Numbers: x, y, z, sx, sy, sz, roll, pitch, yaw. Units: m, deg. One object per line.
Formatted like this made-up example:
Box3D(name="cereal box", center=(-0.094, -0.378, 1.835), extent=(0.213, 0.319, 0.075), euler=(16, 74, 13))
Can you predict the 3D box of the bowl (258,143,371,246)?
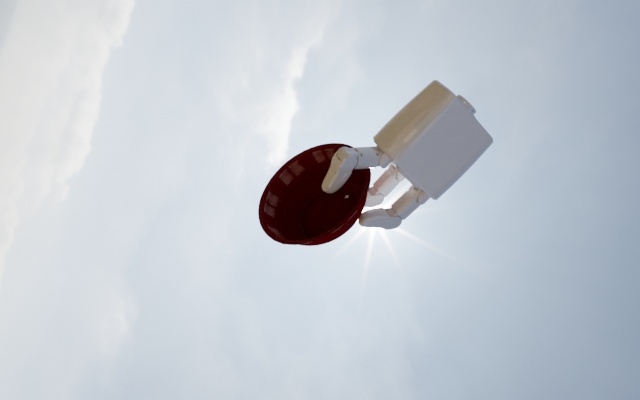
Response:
Box3D(name="bowl", center=(-0.001, 0.003, 0.629), extent=(0.162, 0.162, 0.055), euler=(0, -36, 32))
